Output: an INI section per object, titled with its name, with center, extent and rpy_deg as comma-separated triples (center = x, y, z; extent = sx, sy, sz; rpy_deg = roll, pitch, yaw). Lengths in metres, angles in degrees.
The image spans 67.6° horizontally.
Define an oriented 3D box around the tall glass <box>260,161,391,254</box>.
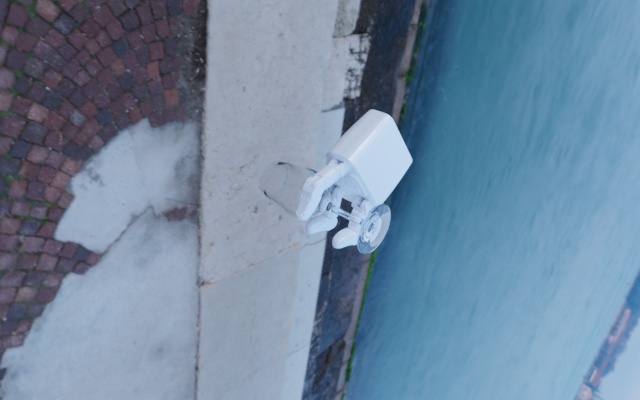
[tall glass]
center = 0.001, 0.003, 0.702
extent = 0.201, 0.079, 0.079
rpy_deg = 26, 15, 34
